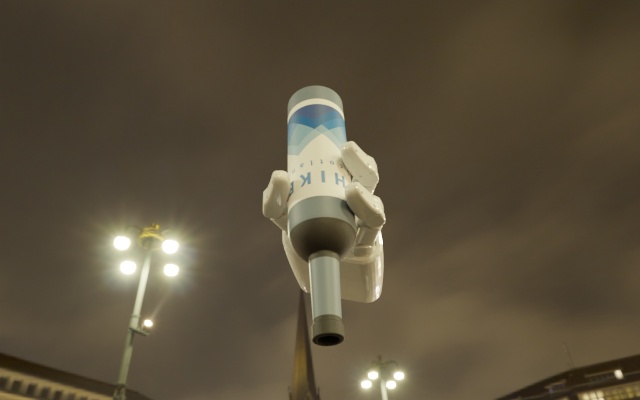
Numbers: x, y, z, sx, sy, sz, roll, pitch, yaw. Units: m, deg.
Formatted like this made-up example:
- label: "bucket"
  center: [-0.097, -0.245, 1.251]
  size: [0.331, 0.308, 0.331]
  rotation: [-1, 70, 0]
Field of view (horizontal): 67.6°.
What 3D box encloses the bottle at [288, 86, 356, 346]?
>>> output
- label: "bottle"
  center: [0.000, 0.001, 0.488]
  size: [0.069, 0.295, 0.069]
  rotation: [-2, -39, -2]
